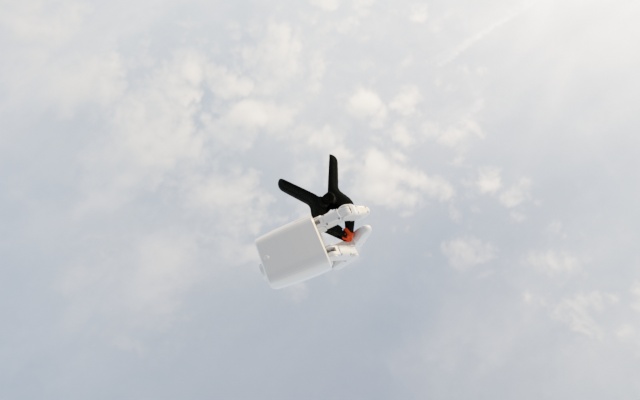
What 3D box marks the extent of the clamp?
[{"bbox_3d":[0.000,0.003,0.854,0.120,0.171,0.039,-22,-27,-3],"label":"clamp"}]
